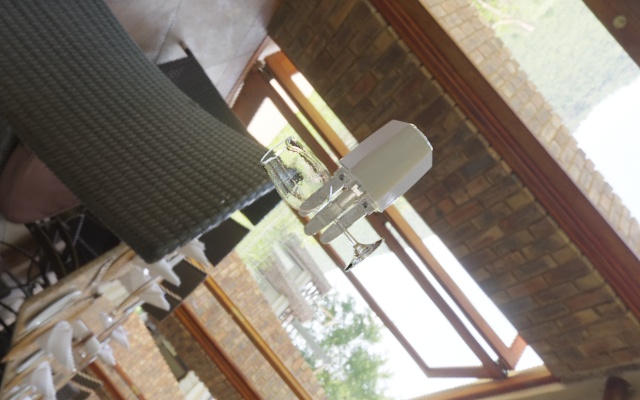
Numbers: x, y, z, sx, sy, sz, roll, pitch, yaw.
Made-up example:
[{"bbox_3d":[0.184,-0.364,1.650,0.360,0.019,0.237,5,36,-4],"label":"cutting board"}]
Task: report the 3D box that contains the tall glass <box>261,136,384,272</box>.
[{"bbox_3d":[0.000,0.003,0.690,0.079,0.201,0.079,-40,-1,-1],"label":"tall glass"}]
